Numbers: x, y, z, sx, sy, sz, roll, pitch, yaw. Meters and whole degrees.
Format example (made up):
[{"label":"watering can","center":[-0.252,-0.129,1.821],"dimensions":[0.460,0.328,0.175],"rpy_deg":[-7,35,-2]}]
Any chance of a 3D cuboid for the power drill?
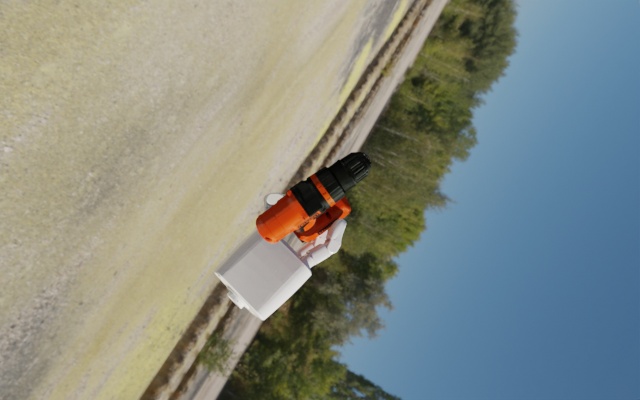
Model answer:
[{"label":"power drill","center":[0.000,0.003,0.730],"dimensions":[0.184,0.057,0.188],"rpy_deg":[-34,-13,2]}]
